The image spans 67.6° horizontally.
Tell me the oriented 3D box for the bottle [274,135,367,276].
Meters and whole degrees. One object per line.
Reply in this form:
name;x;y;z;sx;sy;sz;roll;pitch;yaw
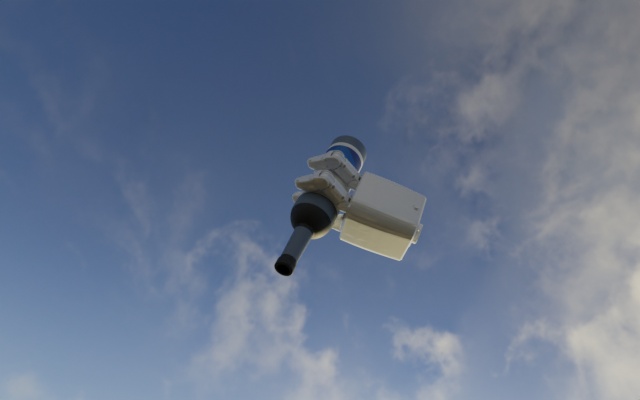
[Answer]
bottle;0.000;0.002;0.743;0.069;0.069;0.295;0;38;25
